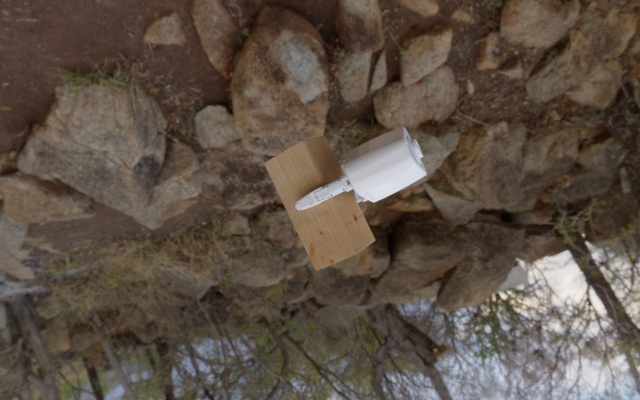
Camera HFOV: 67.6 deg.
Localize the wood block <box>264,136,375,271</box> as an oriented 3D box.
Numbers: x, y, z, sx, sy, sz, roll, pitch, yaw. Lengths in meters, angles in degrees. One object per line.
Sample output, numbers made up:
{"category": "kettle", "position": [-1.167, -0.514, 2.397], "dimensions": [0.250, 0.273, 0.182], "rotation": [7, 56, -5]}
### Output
{"category": "wood block", "position": [0.000, 0.003, 0.830], "dimensions": [0.090, 0.206, 0.091], "rotation": [-27, -2, 29]}
